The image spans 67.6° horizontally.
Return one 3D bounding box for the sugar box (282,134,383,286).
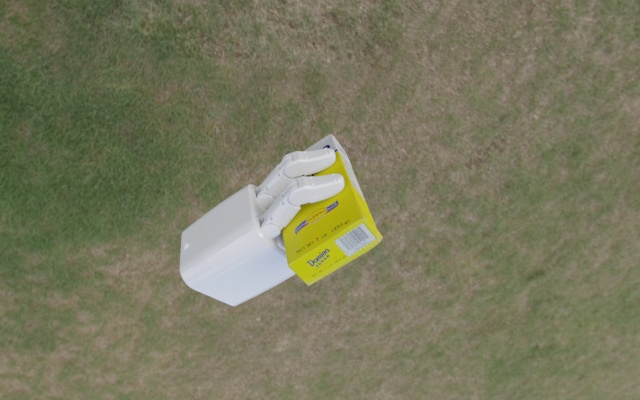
[{"bbox_3d":[0.000,0.002,0.537,0.093,0.048,0.176,-32,37,11],"label":"sugar box"}]
